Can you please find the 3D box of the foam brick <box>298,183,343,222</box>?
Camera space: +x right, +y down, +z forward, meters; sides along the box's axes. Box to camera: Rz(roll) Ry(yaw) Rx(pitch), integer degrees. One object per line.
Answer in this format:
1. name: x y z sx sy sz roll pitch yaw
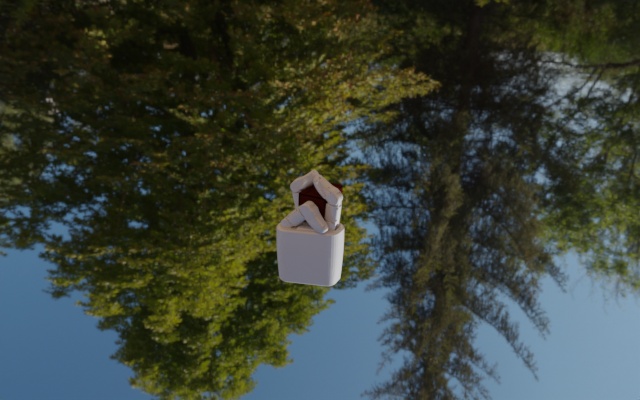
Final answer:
1. foam brick: 0.000 0.003 0.854 0.053 0.051 0.078 11 24 25
